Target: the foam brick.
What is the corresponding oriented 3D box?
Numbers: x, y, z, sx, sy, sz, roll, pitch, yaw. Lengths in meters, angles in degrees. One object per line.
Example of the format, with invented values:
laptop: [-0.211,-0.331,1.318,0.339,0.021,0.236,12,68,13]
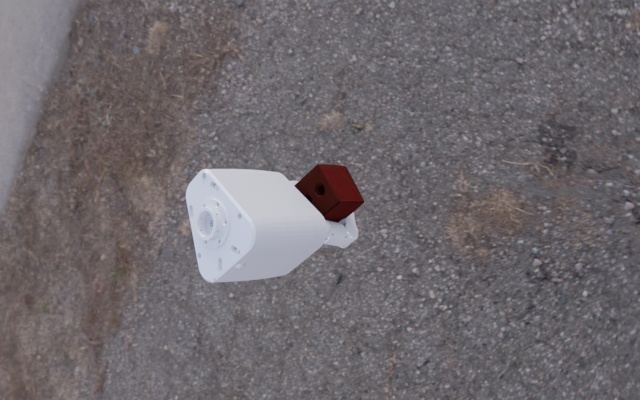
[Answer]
foam brick: [0.000,0.002,0.550,0.078,0.053,0.051,-41,-25,30]
